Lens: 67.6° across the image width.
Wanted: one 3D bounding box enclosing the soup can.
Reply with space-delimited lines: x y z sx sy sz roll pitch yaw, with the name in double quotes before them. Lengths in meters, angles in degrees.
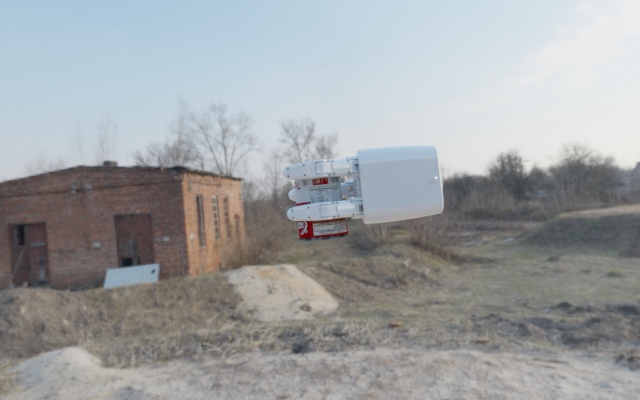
"soup can" 0.000 0.002 0.658 0.068 0.102 0.068 -6 -1 0
